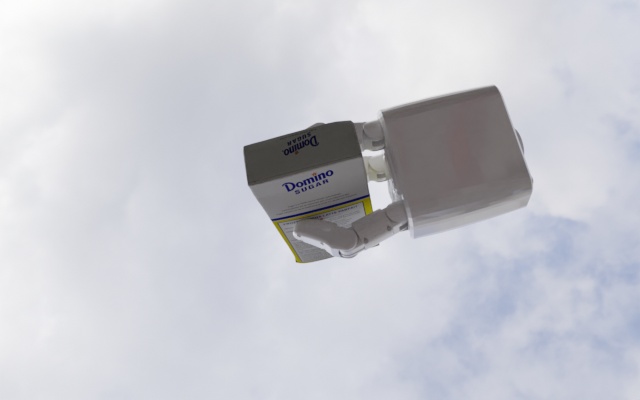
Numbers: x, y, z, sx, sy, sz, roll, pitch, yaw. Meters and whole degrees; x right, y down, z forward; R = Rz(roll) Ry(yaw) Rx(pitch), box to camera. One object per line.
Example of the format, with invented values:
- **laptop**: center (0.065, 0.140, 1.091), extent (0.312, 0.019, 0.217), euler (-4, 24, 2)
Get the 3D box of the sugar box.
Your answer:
- **sugar box**: center (0.000, 0.001, 0.443), extent (0.093, 0.048, 0.176), euler (-14, -32, 3)
